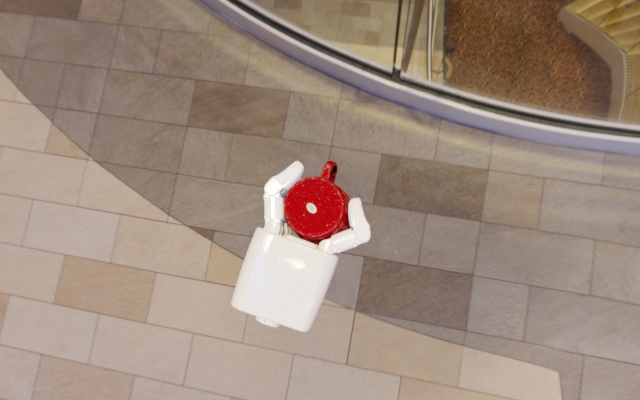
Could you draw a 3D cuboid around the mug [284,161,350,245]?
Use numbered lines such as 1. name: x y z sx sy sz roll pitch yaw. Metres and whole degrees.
1. mug: 0.001 0.001 0.650 0.093 0.117 0.081 19 -5 9
